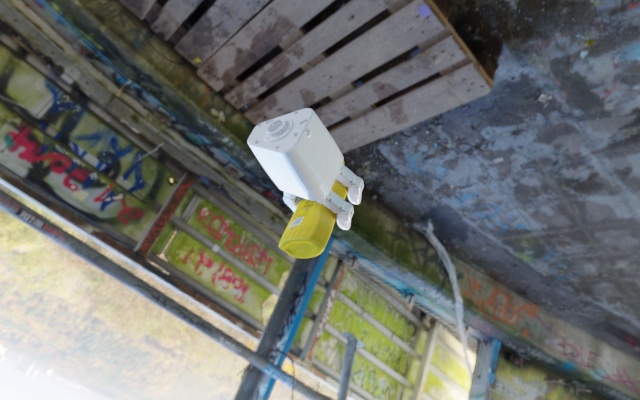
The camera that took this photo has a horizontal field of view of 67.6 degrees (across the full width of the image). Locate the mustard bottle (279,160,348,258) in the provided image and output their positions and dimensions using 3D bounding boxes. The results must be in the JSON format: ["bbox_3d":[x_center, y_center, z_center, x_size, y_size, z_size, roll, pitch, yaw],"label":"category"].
[{"bbox_3d":[0.000,0.003,0.806,0.058,0.191,0.096,38,-33,-22],"label":"mustard bottle"}]
